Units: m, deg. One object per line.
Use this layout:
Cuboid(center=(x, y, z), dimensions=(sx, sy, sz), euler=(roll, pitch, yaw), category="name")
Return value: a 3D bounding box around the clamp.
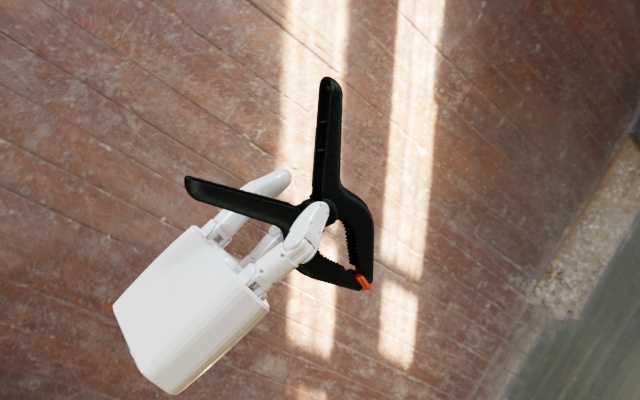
Cuboid(center=(0.001, 0.002, 0.455), dimensions=(0.210, 0.164, 0.036), euler=(50, -9, -27), category="clamp")
